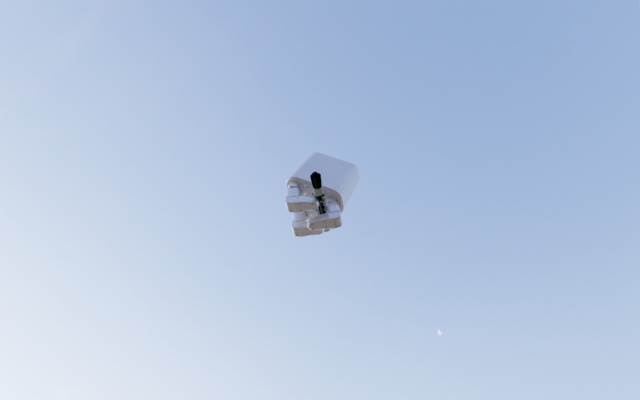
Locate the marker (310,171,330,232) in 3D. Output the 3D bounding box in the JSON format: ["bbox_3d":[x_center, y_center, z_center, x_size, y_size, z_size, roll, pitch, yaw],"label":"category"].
[{"bbox_3d":[0.000,0.003,0.837,0.020,0.121,0.020,-8,33,5],"label":"marker"}]
